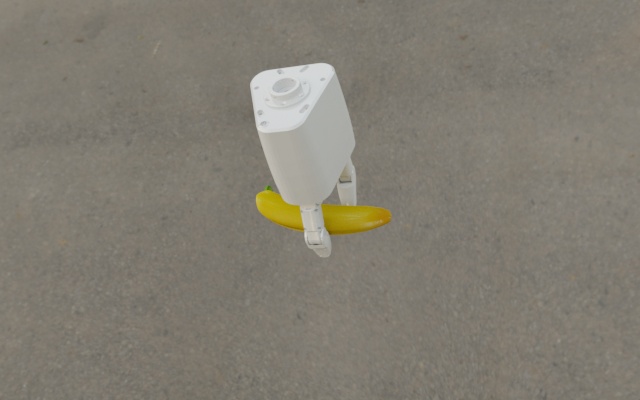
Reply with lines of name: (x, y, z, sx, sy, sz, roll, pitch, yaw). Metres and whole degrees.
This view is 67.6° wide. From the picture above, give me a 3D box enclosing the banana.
banana: (-0.013, 0.012, 0.596, 0.198, 0.037, 0.069, 14, 44, 31)
